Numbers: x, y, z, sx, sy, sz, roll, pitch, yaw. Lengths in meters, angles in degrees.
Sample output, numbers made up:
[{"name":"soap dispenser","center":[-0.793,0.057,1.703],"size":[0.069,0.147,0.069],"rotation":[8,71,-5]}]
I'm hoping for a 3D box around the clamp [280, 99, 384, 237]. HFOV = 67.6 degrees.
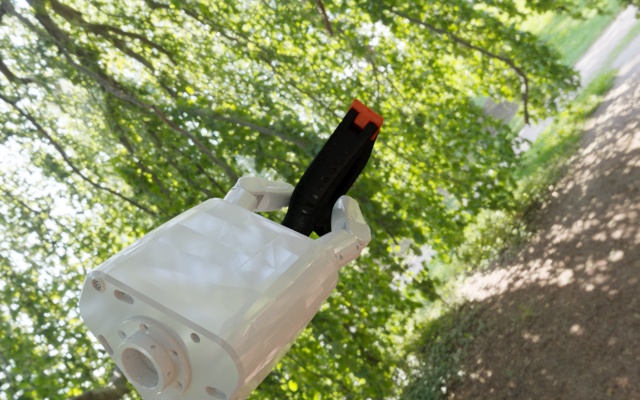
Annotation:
[{"name":"clamp","center":[0.000,0.001,0.426],"size":[0.036,0.210,0.164],"rotation":[37,33,10]}]
